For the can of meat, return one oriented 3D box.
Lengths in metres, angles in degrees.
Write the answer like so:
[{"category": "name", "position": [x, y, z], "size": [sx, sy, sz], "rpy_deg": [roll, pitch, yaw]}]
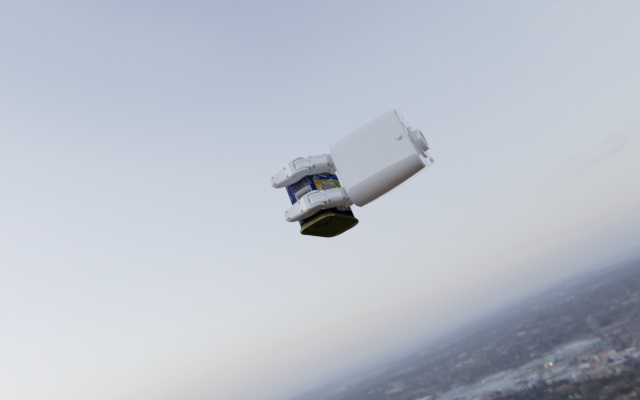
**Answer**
[{"category": "can of meat", "position": [0.000, 0.002, 0.686], "size": [0.057, 0.084, 0.102], "rpy_deg": [-32, -23, 25]}]
